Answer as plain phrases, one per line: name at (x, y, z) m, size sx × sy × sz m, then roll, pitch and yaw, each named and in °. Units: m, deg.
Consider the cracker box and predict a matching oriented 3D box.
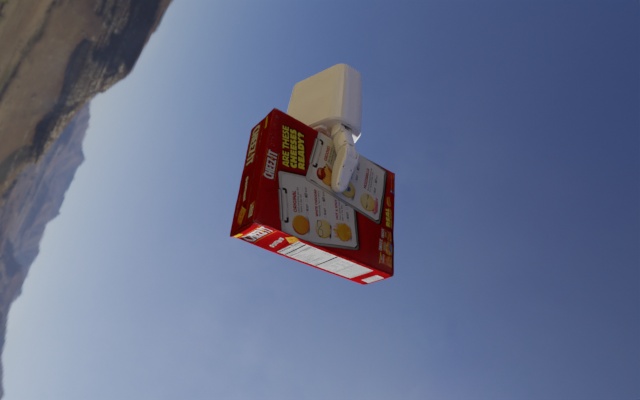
cracker box at (0.000, 0.002, 0.631) m, size 0.214 × 0.164 × 0.072 m, roll 24°, pitch -34°, yaw -29°
